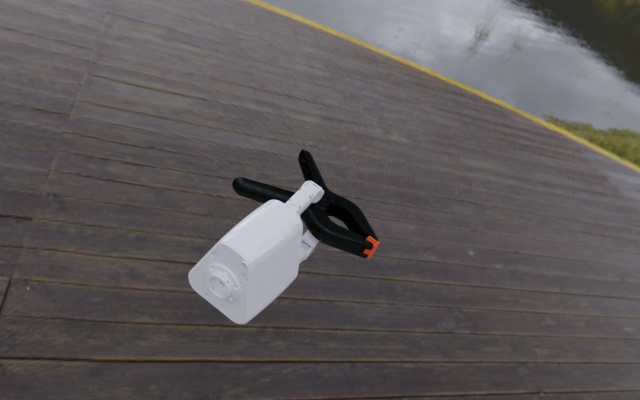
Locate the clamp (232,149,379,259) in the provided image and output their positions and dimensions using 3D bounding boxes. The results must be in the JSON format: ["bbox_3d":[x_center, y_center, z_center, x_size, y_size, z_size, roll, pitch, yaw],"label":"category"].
[{"bbox_3d":[0.001,0.002,0.690,0.210,0.036,0.164,34,39,12],"label":"clamp"}]
